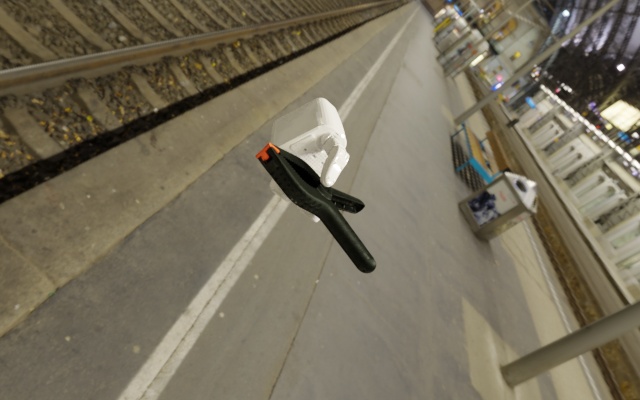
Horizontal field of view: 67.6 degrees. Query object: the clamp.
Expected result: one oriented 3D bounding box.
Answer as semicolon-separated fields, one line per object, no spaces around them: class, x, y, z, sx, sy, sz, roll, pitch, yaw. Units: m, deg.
clamp;0.000;0.001;0.649;0.210;0.036;0.164;37;22;-29
